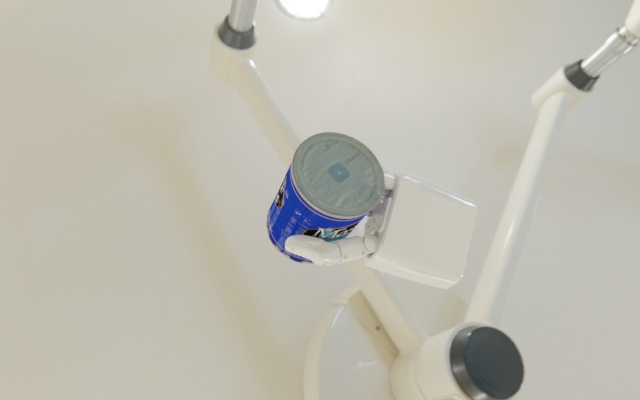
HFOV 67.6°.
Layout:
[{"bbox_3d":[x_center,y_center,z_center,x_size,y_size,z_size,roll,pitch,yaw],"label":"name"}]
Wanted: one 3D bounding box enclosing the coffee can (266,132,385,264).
[{"bbox_3d":[0.000,0.002,0.559,0.103,0.102,0.140,0,-27,-19],"label":"coffee can"}]
